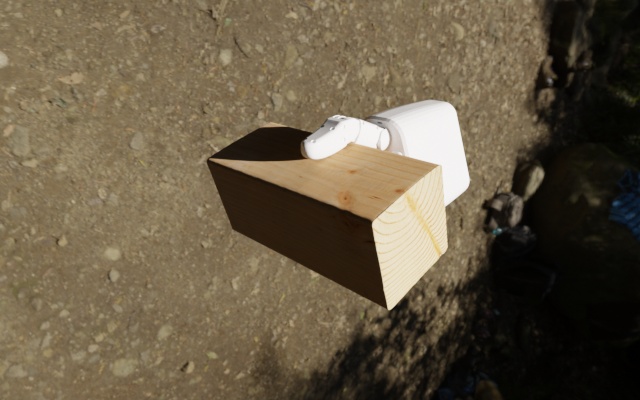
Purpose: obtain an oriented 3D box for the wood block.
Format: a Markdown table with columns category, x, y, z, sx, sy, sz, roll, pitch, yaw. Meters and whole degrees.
| category | x | y | z | sx | sy | sz | roll | pitch | yaw |
| --- | --- | --- | --- | --- | --- | --- | --- | --- | --- |
| wood block | 0.000 | 0.001 | 0.437 | 0.206 | 0.091 | 0.090 | 20 | 45 | 41 |
